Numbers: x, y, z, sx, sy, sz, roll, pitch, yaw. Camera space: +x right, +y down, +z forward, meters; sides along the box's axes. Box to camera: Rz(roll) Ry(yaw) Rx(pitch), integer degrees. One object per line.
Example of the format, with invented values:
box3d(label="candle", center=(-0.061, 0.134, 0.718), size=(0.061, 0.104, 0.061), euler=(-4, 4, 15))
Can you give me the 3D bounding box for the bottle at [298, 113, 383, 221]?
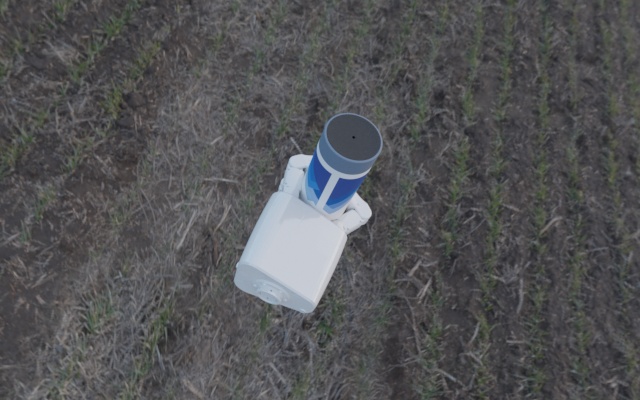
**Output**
box3d(label="bottle", center=(0.000, 0.002, 0.639), size=(0.069, 0.069, 0.296), euler=(0, -29, -16))
